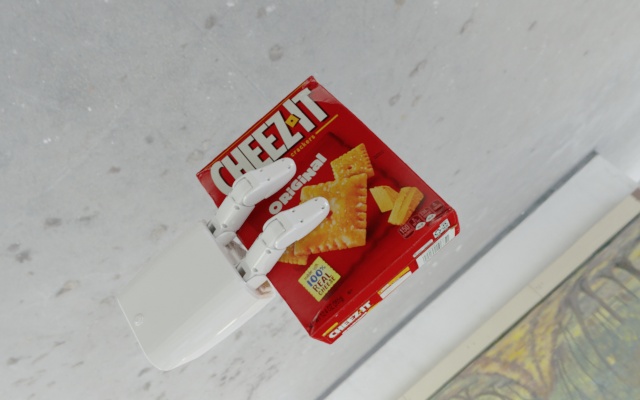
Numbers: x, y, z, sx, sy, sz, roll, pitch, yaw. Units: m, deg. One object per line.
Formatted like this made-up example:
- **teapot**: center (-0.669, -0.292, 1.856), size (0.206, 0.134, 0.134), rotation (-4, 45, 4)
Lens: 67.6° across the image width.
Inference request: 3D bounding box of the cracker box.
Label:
- **cracker box**: center (0.000, 0.002, 0.467), size (0.164, 0.213, 0.072), rotation (-41, -28, -1)
